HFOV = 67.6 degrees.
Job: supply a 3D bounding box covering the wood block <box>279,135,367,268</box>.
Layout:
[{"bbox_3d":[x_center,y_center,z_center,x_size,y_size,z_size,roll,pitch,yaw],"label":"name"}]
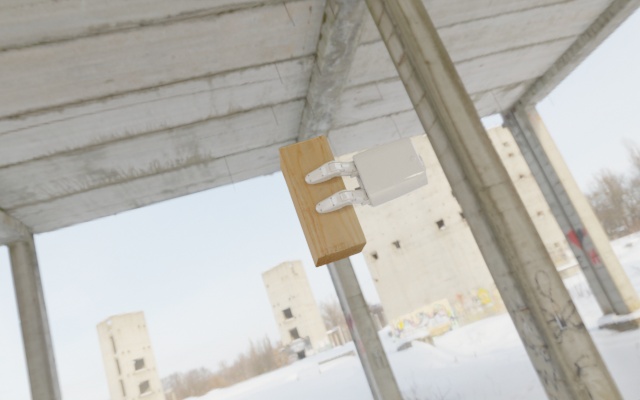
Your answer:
[{"bbox_3d":[0.000,0.003,0.850,0.090,0.206,0.091,-18,-17,-8],"label":"wood block"}]
